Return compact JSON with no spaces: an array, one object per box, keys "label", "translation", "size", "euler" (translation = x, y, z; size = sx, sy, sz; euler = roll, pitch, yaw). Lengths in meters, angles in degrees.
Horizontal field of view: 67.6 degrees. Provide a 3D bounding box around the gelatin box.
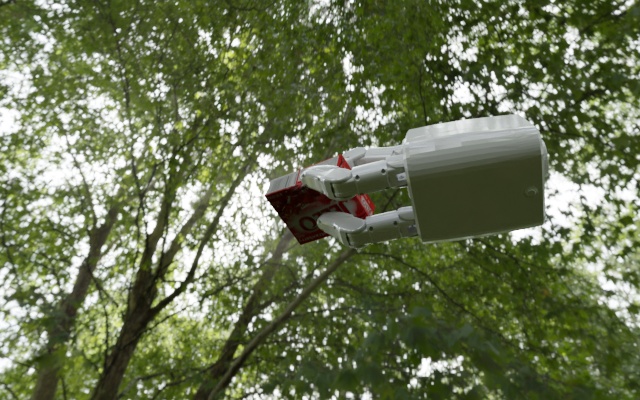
[{"label":"gelatin box","translation":[0.000,0.001,0.483],"size":[0.089,0.073,0.030],"euler":[-18,33,25]}]
